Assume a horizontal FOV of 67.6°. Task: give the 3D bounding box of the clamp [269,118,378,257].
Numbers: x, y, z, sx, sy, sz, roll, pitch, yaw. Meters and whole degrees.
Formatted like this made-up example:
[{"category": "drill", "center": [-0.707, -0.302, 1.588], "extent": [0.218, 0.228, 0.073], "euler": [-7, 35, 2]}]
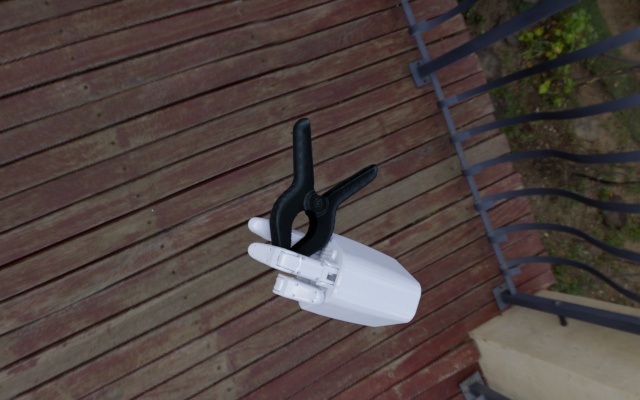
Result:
[{"category": "clamp", "center": [0.000, 0.002, 0.560], "extent": [0.120, 0.171, 0.039], "euler": [21, -8, -18]}]
